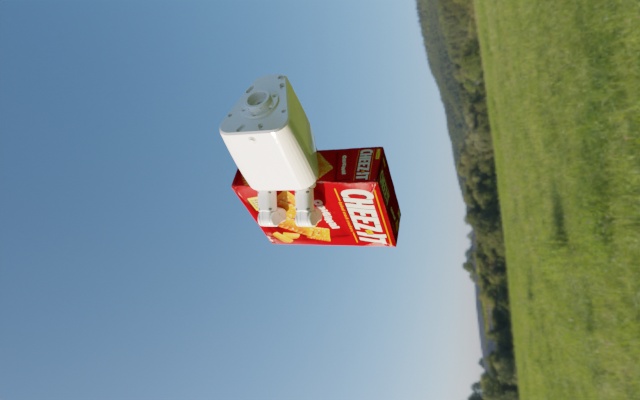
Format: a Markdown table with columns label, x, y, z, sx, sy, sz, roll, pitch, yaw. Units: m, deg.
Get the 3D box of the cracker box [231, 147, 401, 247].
| label | x | y | z | sx | sy | sz | roll | pitch | yaw |
| --- | --- | --- | --- | --- | --- | --- | --- | --- | --- |
| cracker box | 0.000 | 0.002 | 0.713 | 0.213 | 0.072 | 0.164 | 0 | -36 | 20 |
